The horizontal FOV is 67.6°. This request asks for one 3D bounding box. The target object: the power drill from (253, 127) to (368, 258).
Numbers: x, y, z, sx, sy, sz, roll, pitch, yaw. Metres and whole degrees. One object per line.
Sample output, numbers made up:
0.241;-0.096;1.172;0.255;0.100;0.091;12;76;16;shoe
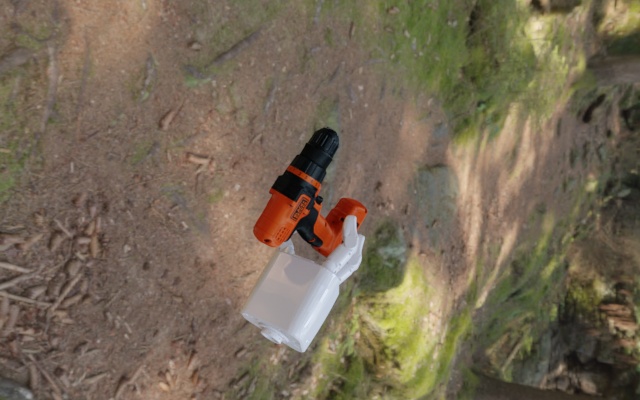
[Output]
0.000;0.003;0.715;0.057;0.184;0.188;32;-2;37;power drill
